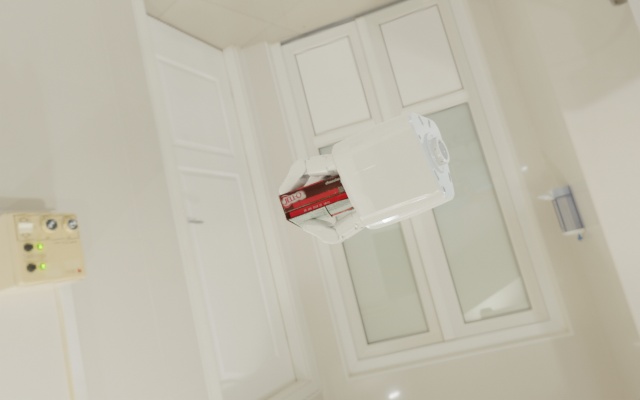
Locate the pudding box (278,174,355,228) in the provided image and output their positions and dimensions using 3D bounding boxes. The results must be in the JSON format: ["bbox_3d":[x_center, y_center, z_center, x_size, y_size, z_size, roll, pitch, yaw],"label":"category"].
[{"bbox_3d":[0.000,0.002,0.640,0.090,0.039,0.113,-18,-12,4],"label":"pudding box"}]
